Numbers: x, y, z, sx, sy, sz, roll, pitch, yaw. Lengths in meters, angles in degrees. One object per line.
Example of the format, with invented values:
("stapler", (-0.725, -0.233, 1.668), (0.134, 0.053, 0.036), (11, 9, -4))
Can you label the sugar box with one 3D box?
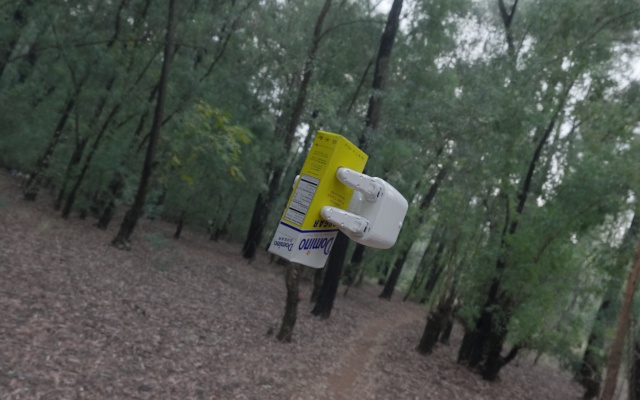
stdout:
("sugar box", (0.001, 0.002, 0.654), (0.048, 0.176, 0.093), (18, -3, 32))
